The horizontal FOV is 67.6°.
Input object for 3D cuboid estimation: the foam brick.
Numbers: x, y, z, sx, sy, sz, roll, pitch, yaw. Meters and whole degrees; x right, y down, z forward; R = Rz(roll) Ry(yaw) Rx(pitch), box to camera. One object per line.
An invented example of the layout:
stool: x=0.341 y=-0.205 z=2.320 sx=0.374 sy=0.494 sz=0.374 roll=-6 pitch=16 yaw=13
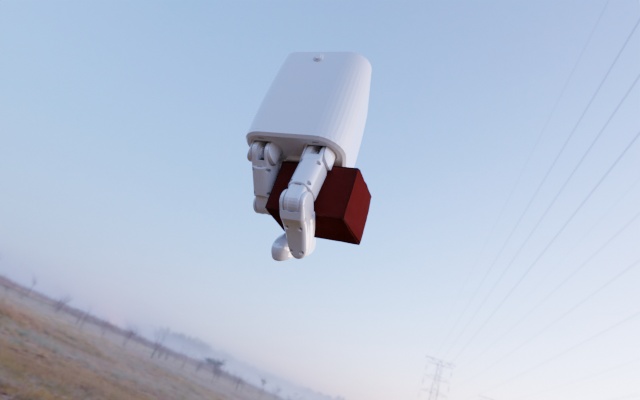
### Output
foam brick: x=0.000 y=0.002 z=0.431 sx=0.078 sy=0.051 sz=0.053 roll=8 pitch=-27 yaw=24
